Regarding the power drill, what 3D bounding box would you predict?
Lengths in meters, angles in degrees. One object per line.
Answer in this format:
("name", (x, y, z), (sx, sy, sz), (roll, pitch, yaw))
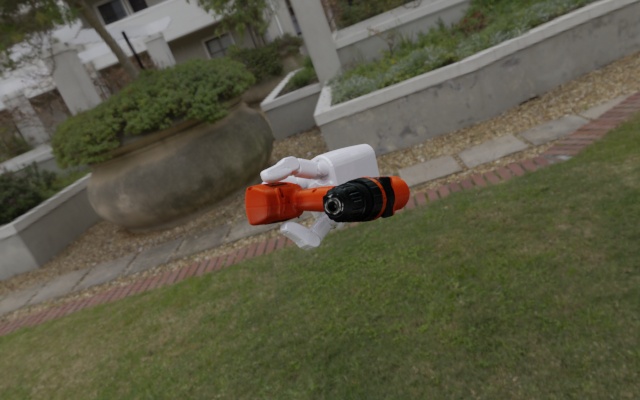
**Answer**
("power drill", (0.000, 0.002, 0.602), (0.187, 0.057, 0.184), (-2, 2, 31))
